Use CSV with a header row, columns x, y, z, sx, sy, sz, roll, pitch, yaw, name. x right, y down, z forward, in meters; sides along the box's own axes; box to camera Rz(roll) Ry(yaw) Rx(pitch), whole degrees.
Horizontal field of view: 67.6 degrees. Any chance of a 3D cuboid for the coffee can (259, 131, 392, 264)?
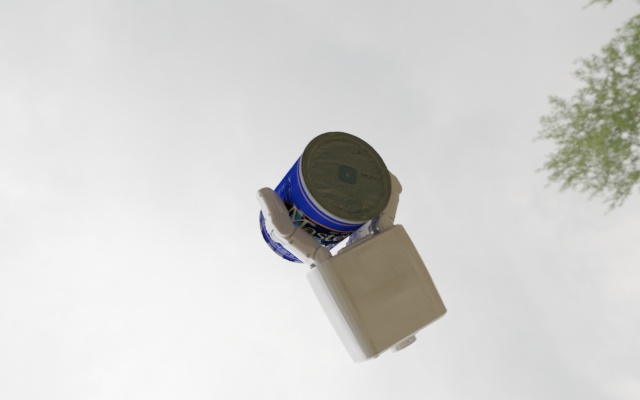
x,y,z,sx,sy,sz,roll,pitch,yaw,name
0.000,0.002,0.539,0.103,0.102,0.140,0,-24,-26,coffee can
